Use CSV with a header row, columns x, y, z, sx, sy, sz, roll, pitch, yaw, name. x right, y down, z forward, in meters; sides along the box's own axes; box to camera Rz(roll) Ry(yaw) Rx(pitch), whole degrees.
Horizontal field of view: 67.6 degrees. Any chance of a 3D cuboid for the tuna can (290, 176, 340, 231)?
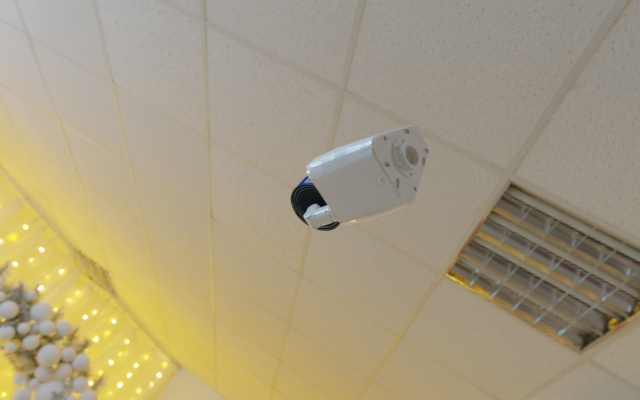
x,y,z,sx,sy,sz,roll,pitch,yaw,name
0.000,0.002,0.717,0.086,0.086,0.033,0,35,34,tuna can
